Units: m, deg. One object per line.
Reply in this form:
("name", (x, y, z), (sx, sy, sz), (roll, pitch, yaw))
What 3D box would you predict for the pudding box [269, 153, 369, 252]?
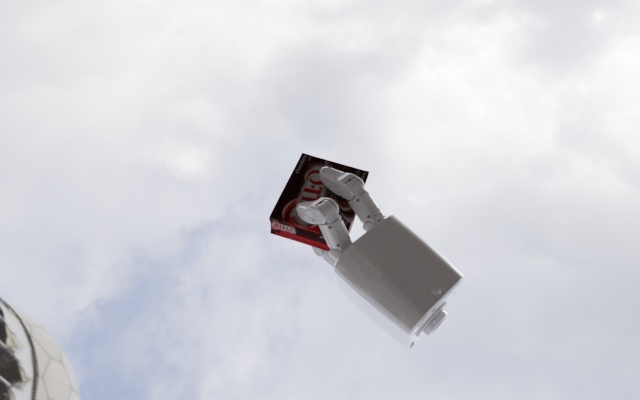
("pudding box", (0.000, 0.002, 0.574), (0.090, 0.113, 0.039), (17, -40, 8))
